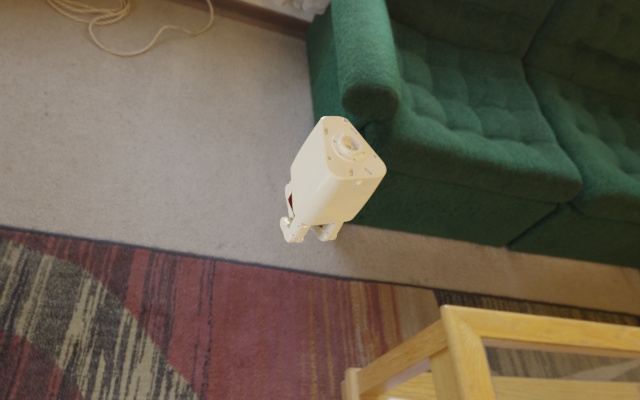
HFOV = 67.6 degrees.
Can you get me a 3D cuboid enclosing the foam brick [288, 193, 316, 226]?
[{"bbox_3d":[0.000,0.002,0.720,0.078,0.053,0.051,-6,-31,-31],"label":"foam brick"}]
